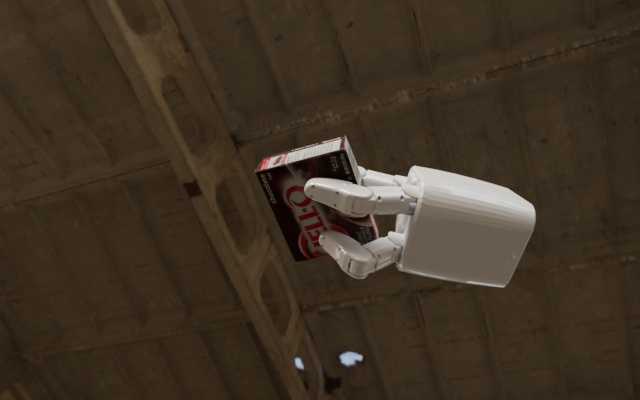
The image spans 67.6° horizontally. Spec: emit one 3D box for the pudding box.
[{"bbox_3d":[0.000,0.001,0.468,0.090,0.113,0.039,-14,26,15],"label":"pudding box"}]
